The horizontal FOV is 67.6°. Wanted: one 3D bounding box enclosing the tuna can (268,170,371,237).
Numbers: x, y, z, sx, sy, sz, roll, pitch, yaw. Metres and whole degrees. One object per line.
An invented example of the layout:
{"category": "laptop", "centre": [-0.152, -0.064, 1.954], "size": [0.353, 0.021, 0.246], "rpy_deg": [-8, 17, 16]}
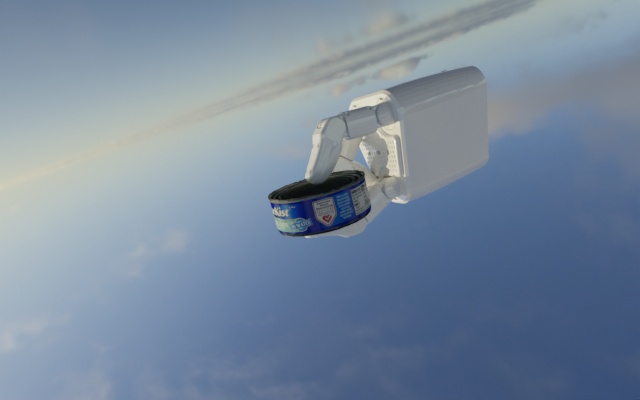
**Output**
{"category": "tuna can", "centre": [0.000, 0.002, 0.414], "size": [0.086, 0.034, 0.086], "rpy_deg": [-14, 12, 3]}
